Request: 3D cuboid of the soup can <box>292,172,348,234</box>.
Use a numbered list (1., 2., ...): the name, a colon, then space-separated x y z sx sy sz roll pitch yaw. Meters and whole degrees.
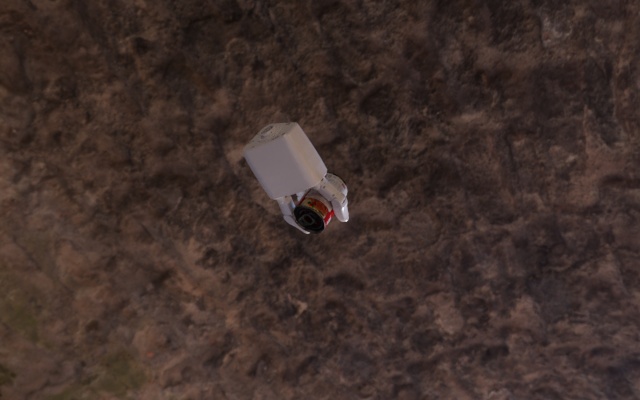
1. soup can: 0.001 0.003 0.888 0.068 0.068 0.102 0 40 36
